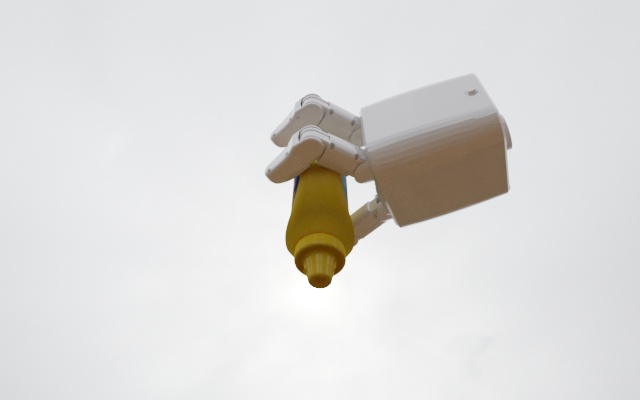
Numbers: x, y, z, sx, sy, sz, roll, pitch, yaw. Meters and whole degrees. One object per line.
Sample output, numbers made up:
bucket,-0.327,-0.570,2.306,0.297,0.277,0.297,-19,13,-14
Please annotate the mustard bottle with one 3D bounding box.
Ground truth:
mustard bottle,0.000,0.001,0.432,0.058,0.096,0.191,2,39,-2
